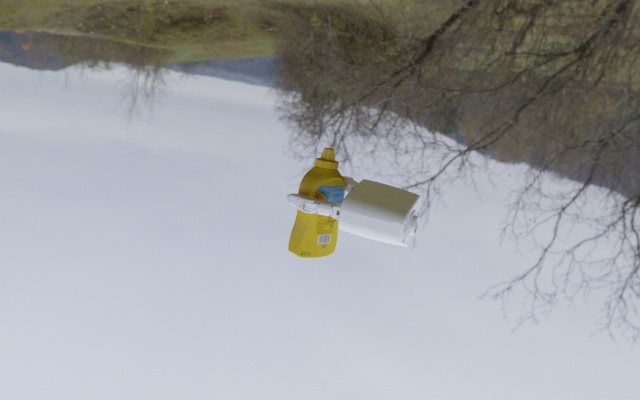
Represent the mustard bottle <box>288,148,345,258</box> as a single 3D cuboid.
[{"bbox_3d":[0.000,0.003,0.841,0.096,0.192,0.058,-2,17,-44],"label":"mustard bottle"}]
